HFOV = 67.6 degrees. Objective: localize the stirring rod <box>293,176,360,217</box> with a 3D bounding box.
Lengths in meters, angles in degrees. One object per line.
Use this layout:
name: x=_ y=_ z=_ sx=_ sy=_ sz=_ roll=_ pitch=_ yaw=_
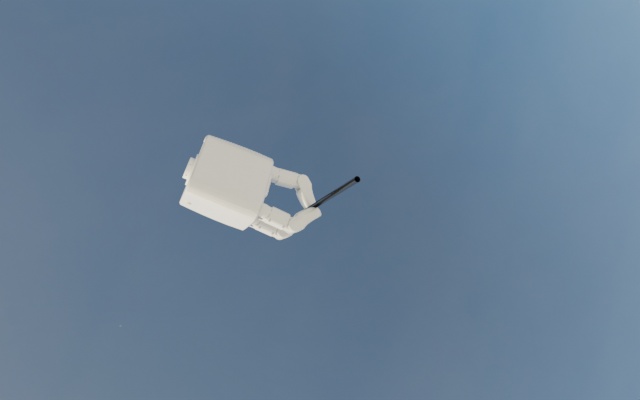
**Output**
stirring rod: x=0.000 y=0.002 z=0.693 sx=0.011 sy=0.011 sz=0.239 roll=0 pitch=-14 yaw=-23
